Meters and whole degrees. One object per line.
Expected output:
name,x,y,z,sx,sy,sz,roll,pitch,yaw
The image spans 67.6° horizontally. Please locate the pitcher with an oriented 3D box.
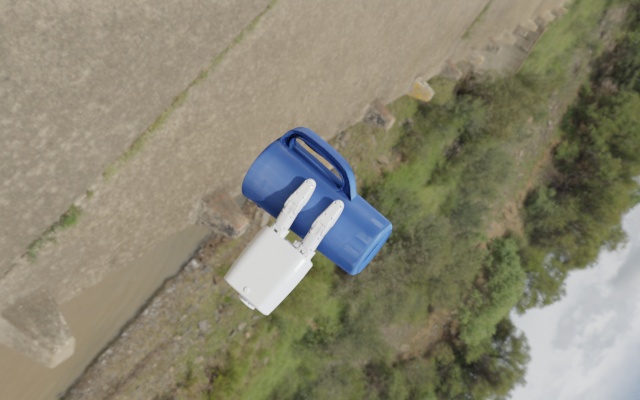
pitcher,0.000,0.003,0.796,0.243,0.145,0.149,38,-9,13
